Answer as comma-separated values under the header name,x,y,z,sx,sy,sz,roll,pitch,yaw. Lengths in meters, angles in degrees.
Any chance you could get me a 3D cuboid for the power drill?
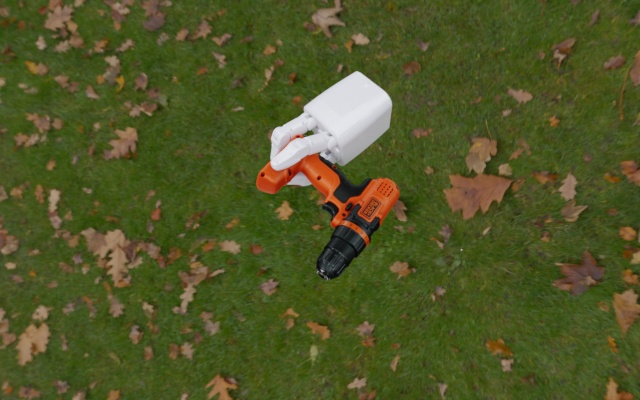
name,x,y,z,sx,sy,sz,roll,pitch,yaw
power drill,0.000,0.002,0.707,0.187,0.184,0.057,36,-27,8
